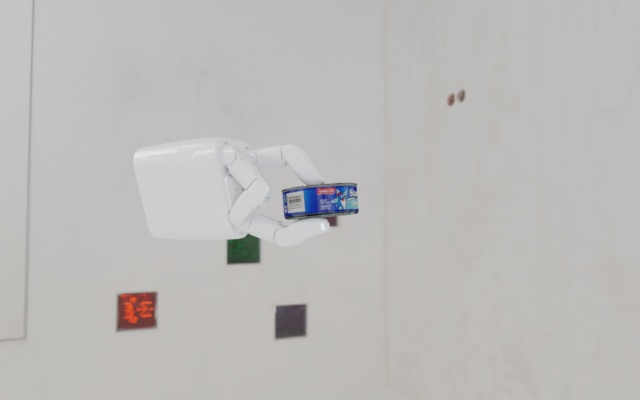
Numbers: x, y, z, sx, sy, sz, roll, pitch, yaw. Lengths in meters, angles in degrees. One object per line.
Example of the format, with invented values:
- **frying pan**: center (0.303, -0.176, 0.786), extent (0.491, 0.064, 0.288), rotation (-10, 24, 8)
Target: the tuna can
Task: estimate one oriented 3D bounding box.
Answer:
- **tuna can**: center (0.000, 0.002, 0.535), extent (0.086, 0.034, 0.086), rotation (-5, -4, 0)
